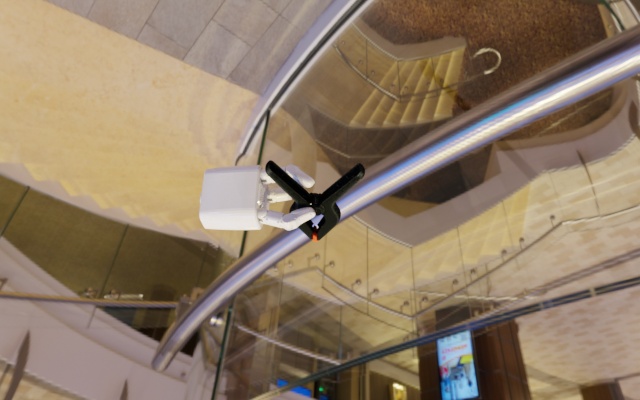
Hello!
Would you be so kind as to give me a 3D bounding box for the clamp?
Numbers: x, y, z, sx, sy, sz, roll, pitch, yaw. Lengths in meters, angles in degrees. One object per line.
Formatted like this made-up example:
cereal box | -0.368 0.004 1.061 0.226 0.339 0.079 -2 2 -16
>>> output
clamp | 0.000 0.004 0.854 0.164 0.036 0.210 -1 -40 7
